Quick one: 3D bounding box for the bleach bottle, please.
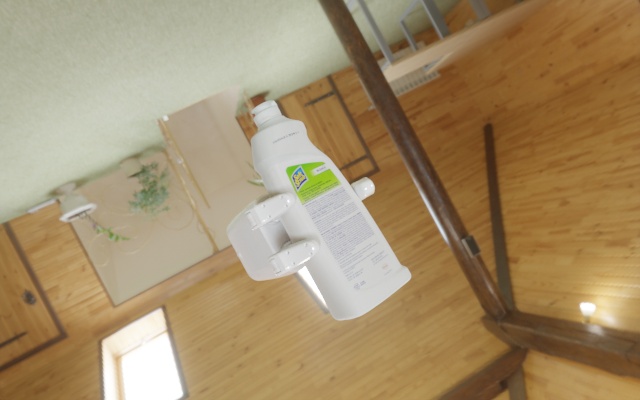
[{"bbox_3d":[0.000,0.002,0.540,0.102,0.251,0.068,-28,-1,-35],"label":"bleach bottle"}]
